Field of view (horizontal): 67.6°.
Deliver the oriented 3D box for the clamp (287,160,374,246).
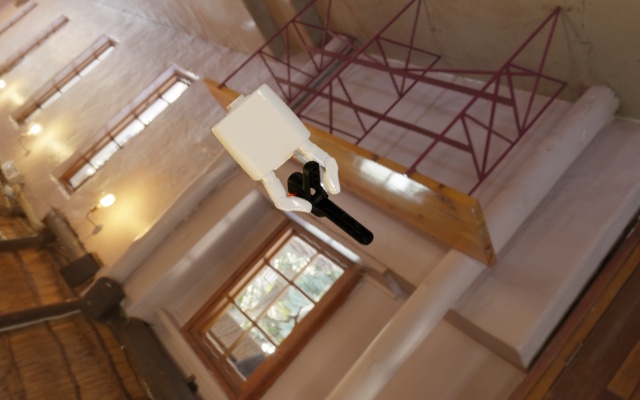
[{"bbox_3d":[-0.001,0.003,0.795,0.036,0.164,0.210,-43,15,-13],"label":"clamp"}]
